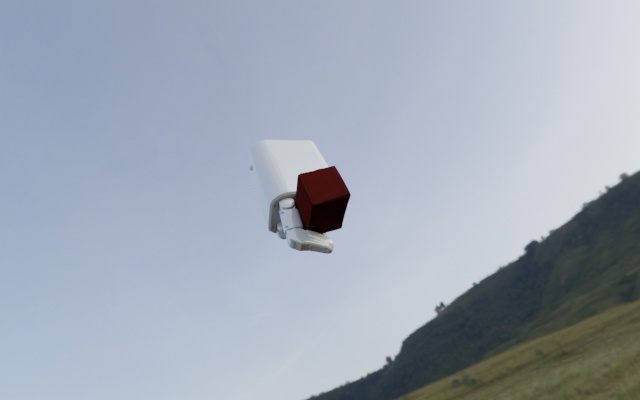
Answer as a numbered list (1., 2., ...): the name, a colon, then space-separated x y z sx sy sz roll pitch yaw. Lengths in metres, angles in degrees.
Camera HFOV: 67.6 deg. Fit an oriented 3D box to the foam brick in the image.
1. foam brick: 0.000 0.002 0.614 0.053 0.051 0.078 -14 -32 -18
